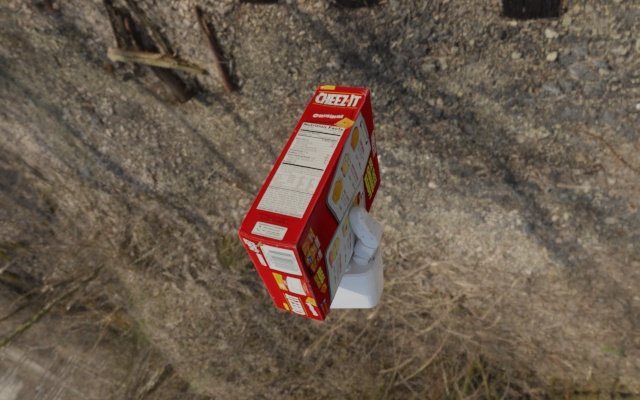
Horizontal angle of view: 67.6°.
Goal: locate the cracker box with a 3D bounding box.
[{"bbox_3d":[0.000,0.002,0.540,0.072,0.213,0.164,12,-34,20],"label":"cracker box"}]
